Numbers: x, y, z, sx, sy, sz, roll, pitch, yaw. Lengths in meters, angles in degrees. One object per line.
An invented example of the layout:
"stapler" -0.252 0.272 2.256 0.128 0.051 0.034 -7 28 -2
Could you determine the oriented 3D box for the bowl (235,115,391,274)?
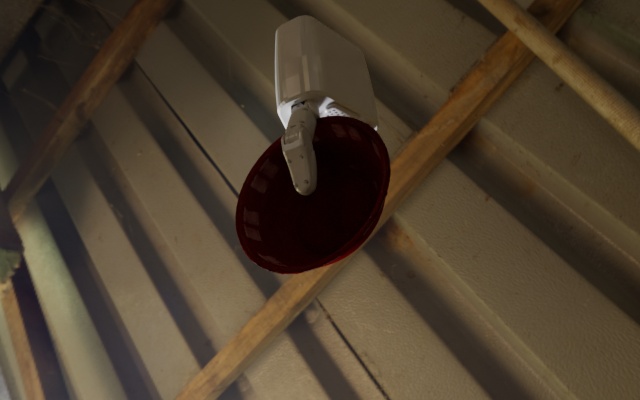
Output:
"bowl" 0.000 0.003 0.450 0.162 0.162 0.055 0 -28 34
